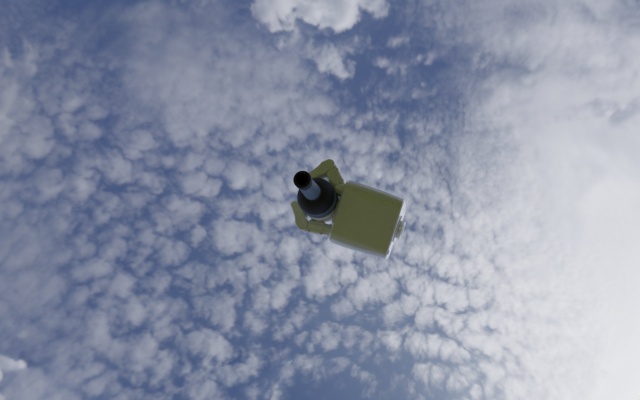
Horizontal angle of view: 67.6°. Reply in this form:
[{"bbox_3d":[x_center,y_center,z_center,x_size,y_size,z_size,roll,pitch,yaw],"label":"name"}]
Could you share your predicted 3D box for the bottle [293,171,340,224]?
[{"bbox_3d":[0.000,0.003,0.848,0.069,0.069,0.296,0,-13,11],"label":"bottle"}]
